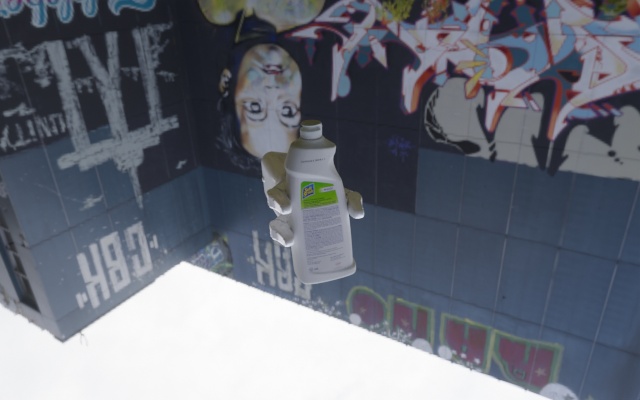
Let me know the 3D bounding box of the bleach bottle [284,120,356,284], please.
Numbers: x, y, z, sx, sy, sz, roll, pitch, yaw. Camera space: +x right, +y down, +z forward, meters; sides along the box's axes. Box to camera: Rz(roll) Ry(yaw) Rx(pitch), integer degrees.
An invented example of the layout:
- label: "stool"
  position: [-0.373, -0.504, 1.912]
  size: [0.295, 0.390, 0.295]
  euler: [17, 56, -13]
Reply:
- label: "bleach bottle"
  position: [0.000, 0.002, 0.722]
  size: [0.102, 0.251, 0.068]
  euler: [-11, 28, -17]
